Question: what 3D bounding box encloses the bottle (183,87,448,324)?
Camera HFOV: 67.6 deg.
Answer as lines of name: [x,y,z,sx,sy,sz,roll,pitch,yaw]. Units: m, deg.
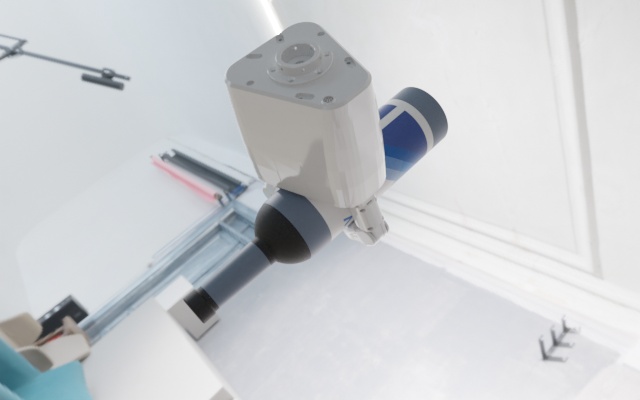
bottle: [0.000,0.001,0.443,0.295,0.069,0.069,-41,16,-20]
